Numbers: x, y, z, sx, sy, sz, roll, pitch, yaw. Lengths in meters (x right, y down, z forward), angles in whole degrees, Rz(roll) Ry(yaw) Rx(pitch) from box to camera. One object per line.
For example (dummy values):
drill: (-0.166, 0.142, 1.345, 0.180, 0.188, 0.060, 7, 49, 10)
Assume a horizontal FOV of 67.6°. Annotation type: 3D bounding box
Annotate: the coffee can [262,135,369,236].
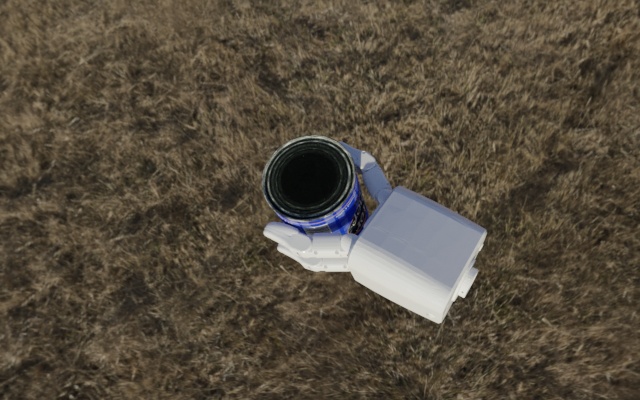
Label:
coffee can: (0.000, 0.002, 0.568, 0.103, 0.102, 0.140, 0, -23, 12)
